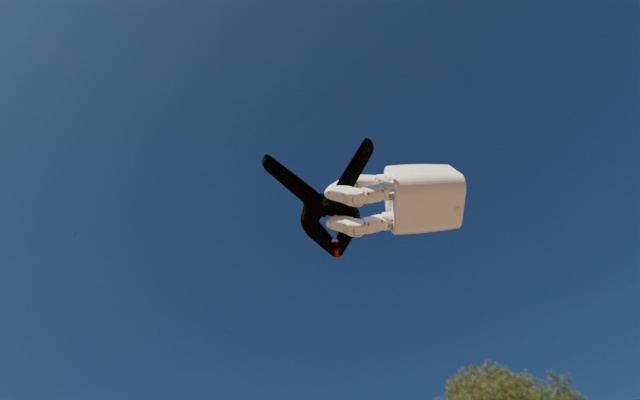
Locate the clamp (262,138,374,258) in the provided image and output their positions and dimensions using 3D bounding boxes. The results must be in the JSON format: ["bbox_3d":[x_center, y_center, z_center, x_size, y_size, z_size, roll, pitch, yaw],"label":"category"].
[{"bbox_3d":[0.000,0.002,0.748,0.164,0.210,0.036,-2,34,2],"label":"clamp"}]
